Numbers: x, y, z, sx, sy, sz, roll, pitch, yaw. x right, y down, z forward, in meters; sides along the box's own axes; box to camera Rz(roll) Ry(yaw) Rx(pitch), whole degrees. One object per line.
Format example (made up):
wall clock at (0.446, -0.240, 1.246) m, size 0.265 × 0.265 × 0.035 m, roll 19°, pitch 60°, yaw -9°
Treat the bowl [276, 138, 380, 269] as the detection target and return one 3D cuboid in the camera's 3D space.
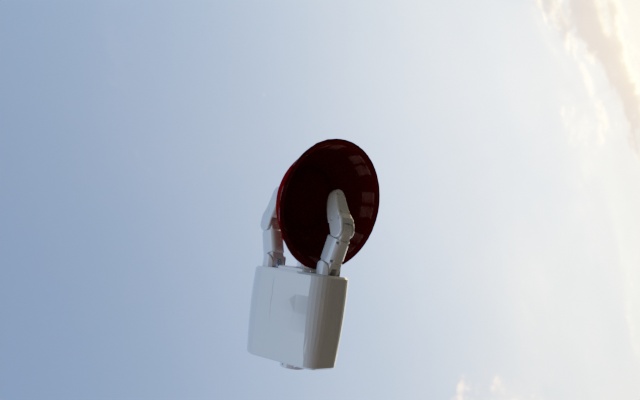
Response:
bowl at (0.000, 0.001, 0.597) m, size 0.162 × 0.162 × 0.055 m, roll 0°, pitch 9°, yaw -40°
